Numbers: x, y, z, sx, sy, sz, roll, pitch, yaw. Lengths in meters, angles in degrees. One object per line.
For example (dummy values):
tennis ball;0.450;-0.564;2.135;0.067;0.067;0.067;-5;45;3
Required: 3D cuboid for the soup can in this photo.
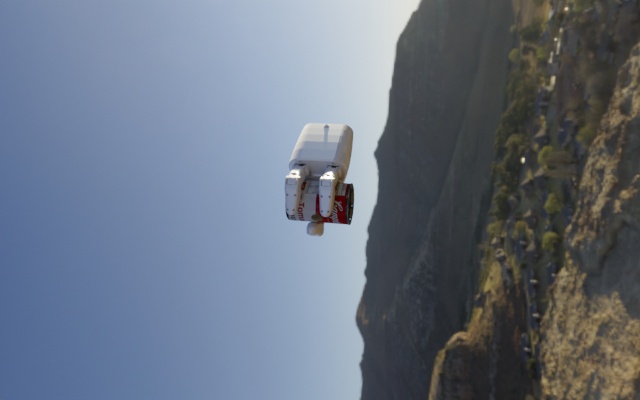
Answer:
soup can;0.000;0.003;0.778;0.102;0.068;0.068;4;1;11
